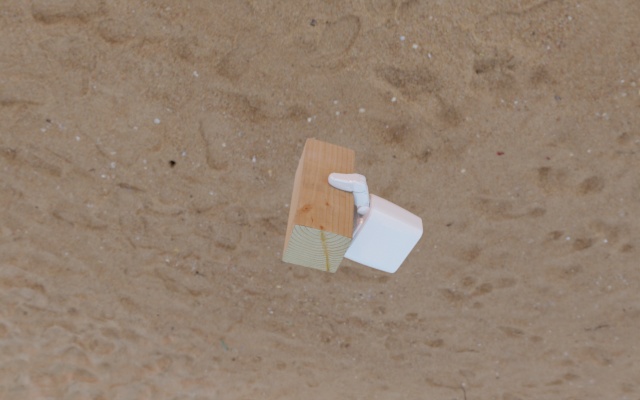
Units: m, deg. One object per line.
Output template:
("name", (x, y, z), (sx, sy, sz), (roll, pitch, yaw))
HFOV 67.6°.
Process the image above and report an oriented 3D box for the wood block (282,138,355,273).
("wood block", (0.001, 0.003, 0.788), (0.090, 0.206, 0.091), (14, -46, -9))
